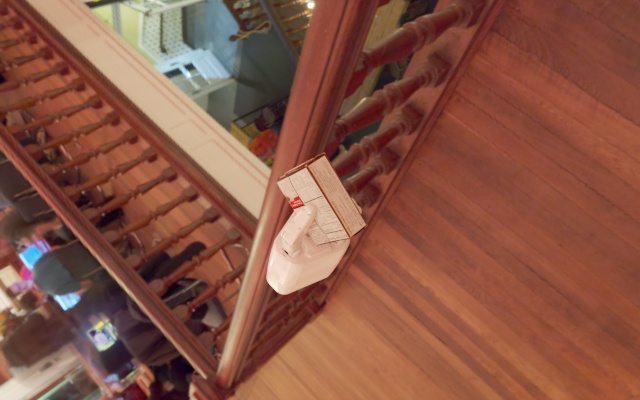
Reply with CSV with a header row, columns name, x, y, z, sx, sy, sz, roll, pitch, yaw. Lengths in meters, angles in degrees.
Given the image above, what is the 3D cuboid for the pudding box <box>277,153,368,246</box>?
name,x,y,z,sx,sy,sz,roll,pitch,yaw
pudding box,0.000,0.002,0.636,0.039,0.113,0.090,-38,10,-32
